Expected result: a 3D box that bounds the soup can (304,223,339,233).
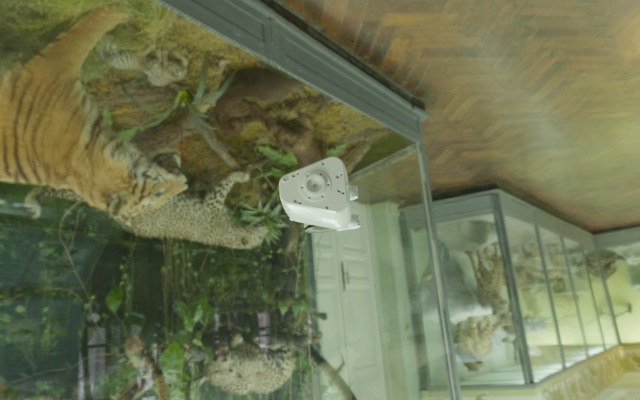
[{"bbox_3d":[0.000,0.003,0.866,0.068,0.102,0.068,-5,-15,-1],"label":"soup can"}]
